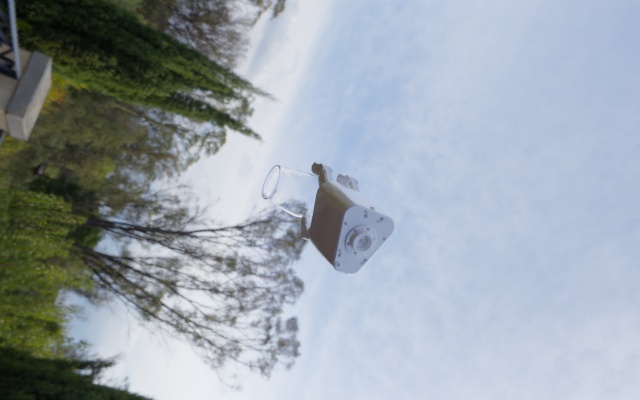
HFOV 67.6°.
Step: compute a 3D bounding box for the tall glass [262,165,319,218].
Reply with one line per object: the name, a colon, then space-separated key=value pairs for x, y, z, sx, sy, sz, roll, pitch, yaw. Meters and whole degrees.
tall glass: x=0.001 y=0.003 z=0.838 sx=0.201 sy=0.079 sz=0.079 roll=22 pitch=-10 yaw=-25
